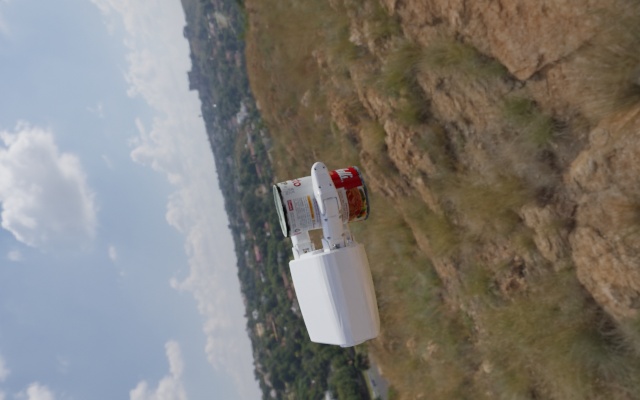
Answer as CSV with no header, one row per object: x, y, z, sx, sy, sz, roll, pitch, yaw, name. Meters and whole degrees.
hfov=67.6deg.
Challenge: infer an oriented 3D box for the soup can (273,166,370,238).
0.000,0.001,0.578,0.102,0.068,0.068,-13,2,-11,soup can
